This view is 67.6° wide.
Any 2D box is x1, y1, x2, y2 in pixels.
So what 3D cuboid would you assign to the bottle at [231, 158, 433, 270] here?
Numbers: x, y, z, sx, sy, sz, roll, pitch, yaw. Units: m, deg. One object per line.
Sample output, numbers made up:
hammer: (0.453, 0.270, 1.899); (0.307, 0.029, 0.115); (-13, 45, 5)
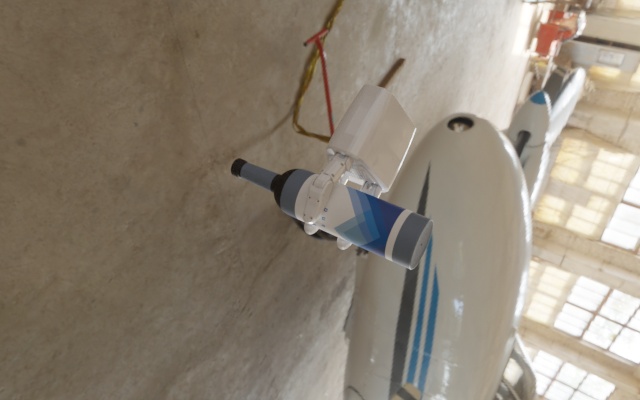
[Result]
bottle: (0.000, 0.002, 0.640); (0.295, 0.069, 0.069); (23, 10, 25)
